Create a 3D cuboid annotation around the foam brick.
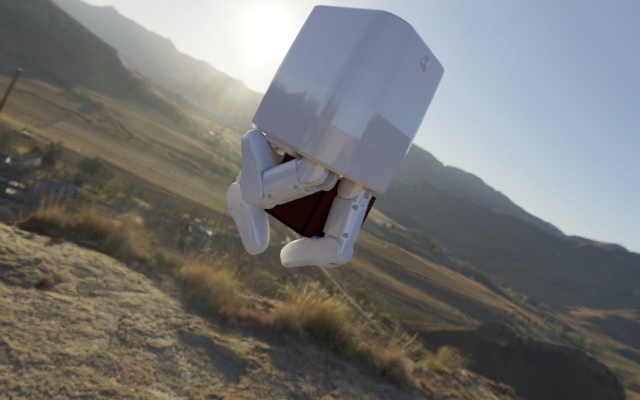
[{"bbox_3d":[0.000,0.001,0.402,0.053,0.051,0.078,31,6,34],"label":"foam brick"}]
